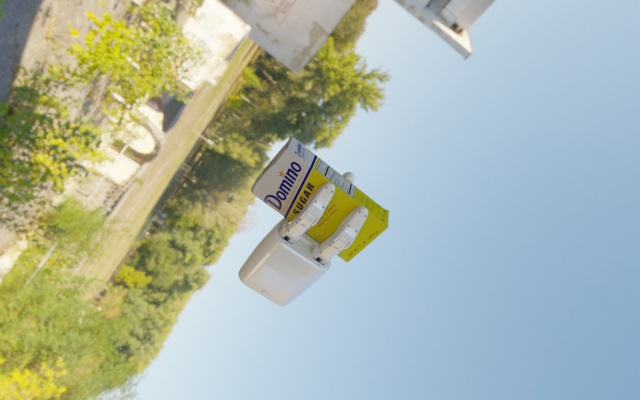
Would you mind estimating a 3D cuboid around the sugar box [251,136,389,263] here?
[{"bbox_3d":[0.000,0.003,0.661,0.176,0.093,0.048,35,32,-14],"label":"sugar box"}]
